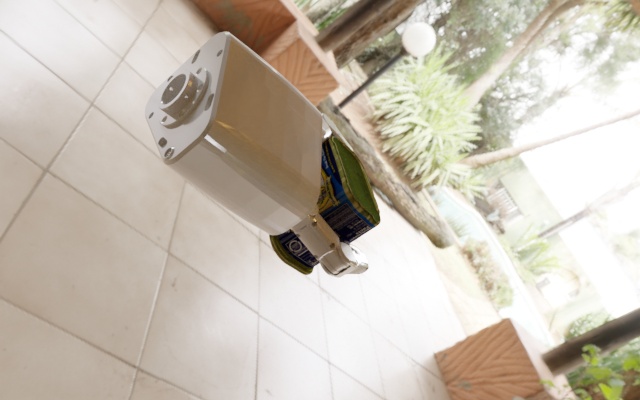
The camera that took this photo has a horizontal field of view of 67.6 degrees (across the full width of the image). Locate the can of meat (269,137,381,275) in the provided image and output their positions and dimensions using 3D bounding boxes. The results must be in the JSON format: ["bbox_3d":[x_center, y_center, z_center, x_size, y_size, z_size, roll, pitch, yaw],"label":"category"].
[{"bbox_3d":[0.000,0.001,0.429,0.084,0.102,0.057,-35,-49,19],"label":"can of meat"}]
